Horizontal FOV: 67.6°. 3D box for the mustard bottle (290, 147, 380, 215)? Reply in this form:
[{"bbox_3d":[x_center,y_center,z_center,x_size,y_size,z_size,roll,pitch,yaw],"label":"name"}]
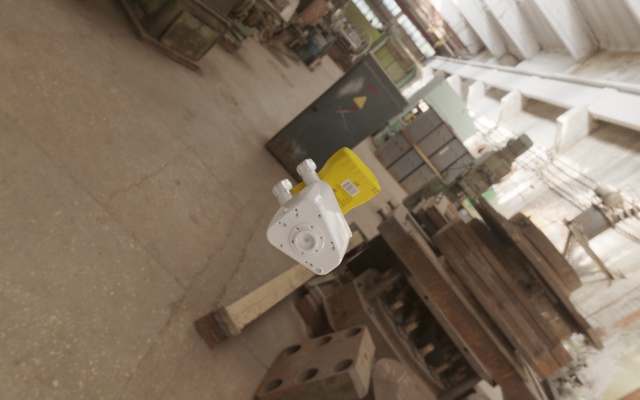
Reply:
[{"bbox_3d":[0.000,0.002,0.810,0.096,0.192,0.058,43,18,-29],"label":"mustard bottle"}]
